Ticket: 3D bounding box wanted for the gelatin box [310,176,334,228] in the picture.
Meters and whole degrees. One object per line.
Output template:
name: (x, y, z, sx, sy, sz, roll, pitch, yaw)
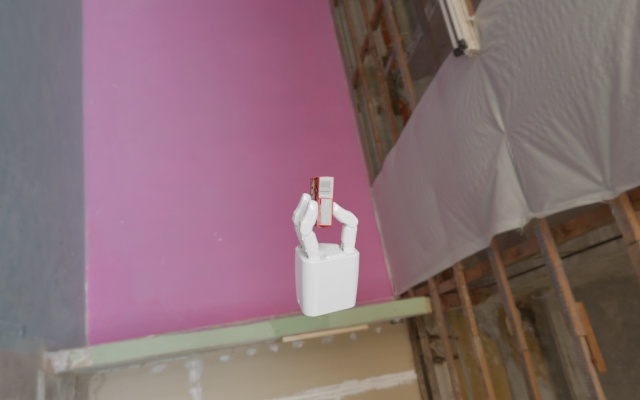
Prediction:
gelatin box: (0.001, 0.002, 0.850, 0.030, 0.089, 0.073, 2, 0, -13)
